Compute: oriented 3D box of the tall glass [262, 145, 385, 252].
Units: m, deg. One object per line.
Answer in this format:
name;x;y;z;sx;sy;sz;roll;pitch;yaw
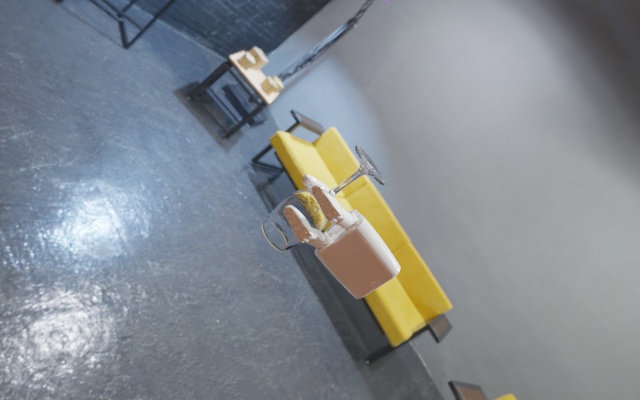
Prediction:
tall glass;0.001;0.002;0.757;0.201;0.079;0.079;-36;-12;17
